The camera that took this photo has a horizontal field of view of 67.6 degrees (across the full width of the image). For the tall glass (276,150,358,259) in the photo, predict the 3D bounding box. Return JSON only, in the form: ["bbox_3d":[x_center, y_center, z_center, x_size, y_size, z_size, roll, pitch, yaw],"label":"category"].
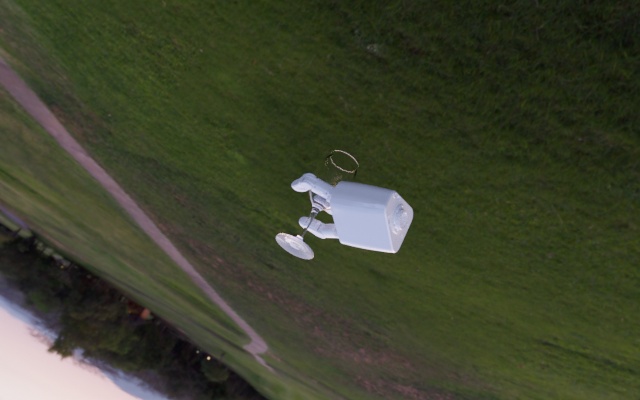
[{"bbox_3d":[0.000,0.003,0.864,0.079,0.201,0.079,23,-27,13],"label":"tall glass"}]
